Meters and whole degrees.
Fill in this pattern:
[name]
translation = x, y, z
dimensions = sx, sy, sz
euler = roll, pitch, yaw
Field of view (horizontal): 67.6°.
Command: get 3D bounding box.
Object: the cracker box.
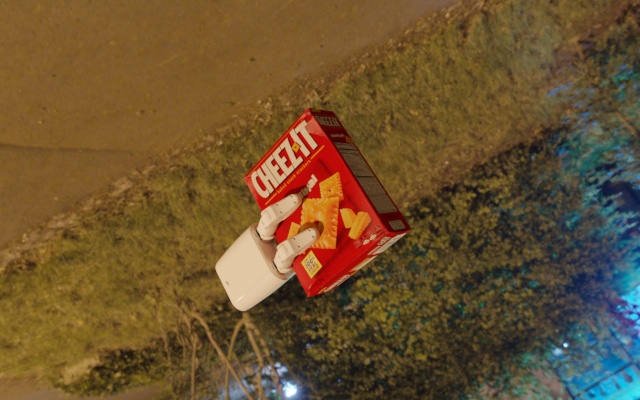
[cracker box]
translation = 0.000, 0.002, 0.683
dimensions = 0.164, 0.213, 0.072
euler = -42, -22, 30
